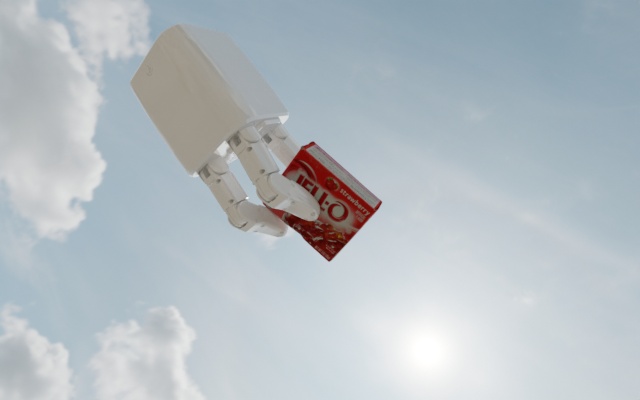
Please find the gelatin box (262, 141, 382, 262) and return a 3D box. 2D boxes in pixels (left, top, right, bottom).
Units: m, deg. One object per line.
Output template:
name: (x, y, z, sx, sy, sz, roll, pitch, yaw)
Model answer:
gelatin box: (0.000, 0.002, 0.445, 0.089, 0.073, 0.030, 41, 29, 4)
